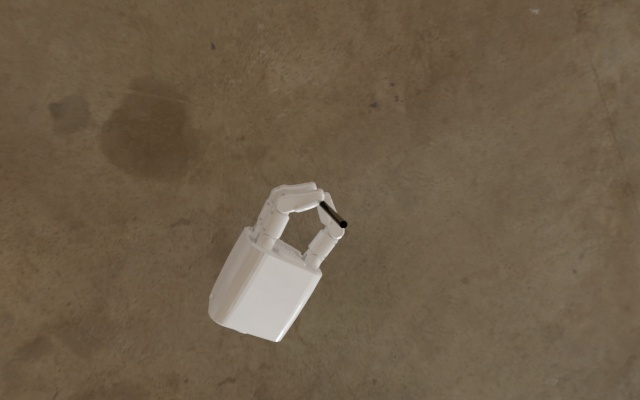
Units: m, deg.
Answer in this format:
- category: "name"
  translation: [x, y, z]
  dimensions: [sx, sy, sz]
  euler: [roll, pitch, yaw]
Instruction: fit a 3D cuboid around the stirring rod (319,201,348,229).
- category: "stirring rod"
  translation: [0.000, 0.002, 0.581]
  dimensions: [0.011, 0.011, 0.239]
  euler: [0, 10, -11]
